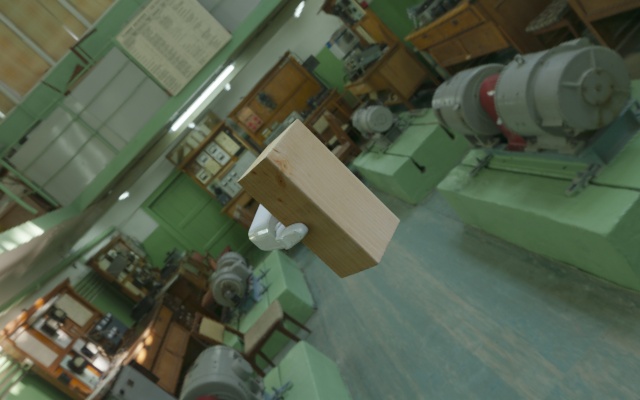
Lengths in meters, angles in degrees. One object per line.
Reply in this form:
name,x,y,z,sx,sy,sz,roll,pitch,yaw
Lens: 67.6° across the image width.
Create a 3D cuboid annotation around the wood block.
wood block,0.000,0.002,0.669,0.090,0.206,0.090,-32,19,50
